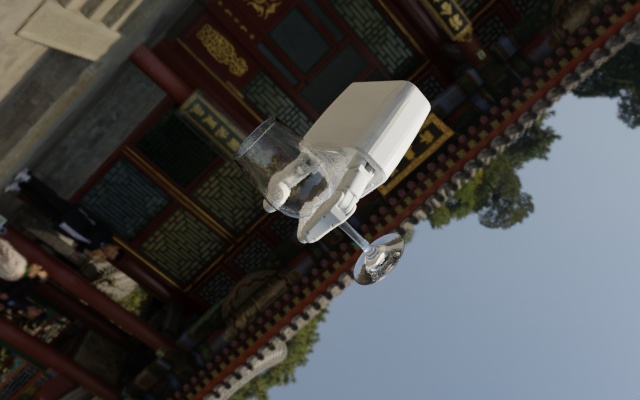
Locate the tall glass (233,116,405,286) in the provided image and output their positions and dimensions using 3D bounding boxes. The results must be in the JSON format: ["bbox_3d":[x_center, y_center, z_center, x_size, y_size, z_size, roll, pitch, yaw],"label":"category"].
[{"bbox_3d":[0.000,0.002,0.513,0.201,0.079,0.079,44,-18,-20],"label":"tall glass"}]
